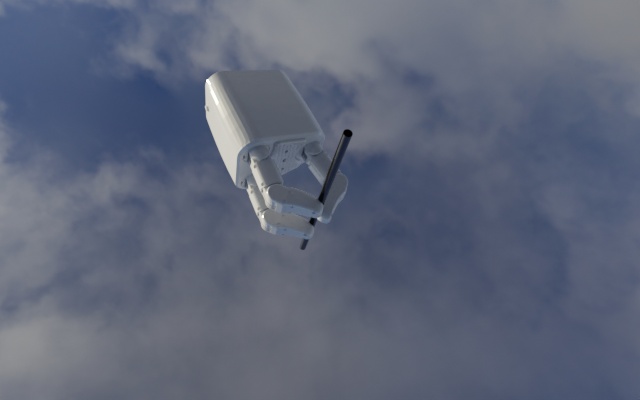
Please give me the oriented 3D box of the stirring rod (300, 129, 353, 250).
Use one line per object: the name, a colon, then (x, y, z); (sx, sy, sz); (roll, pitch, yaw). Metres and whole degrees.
stirring rod: (0.000, 0.001, 0.494); (0.011, 0.011, 0.240); (0, -28, -12)
